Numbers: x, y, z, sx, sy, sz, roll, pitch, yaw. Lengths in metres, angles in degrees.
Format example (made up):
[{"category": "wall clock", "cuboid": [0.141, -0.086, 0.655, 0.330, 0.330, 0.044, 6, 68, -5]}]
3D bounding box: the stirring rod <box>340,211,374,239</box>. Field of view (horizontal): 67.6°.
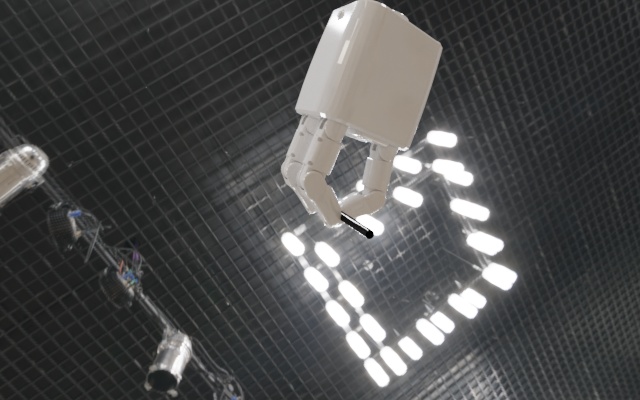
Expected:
[{"category": "stirring rod", "cuboid": [0.000, 0.002, 0.499, 0.011, 0.011, 0.239, 0, 12, -20]}]
